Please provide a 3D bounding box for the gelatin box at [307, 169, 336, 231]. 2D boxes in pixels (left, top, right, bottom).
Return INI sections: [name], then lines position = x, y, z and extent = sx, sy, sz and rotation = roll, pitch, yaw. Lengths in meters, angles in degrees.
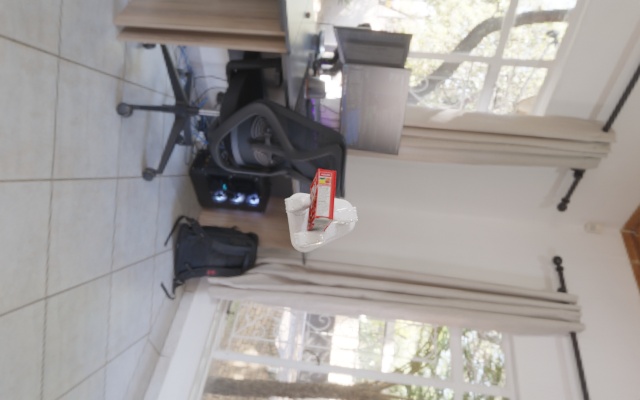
[gelatin box]
position = 0.001, 0.002, 0.705
extent = 0.030, 0.073, 0.089
rotation = 7, -16, -7
